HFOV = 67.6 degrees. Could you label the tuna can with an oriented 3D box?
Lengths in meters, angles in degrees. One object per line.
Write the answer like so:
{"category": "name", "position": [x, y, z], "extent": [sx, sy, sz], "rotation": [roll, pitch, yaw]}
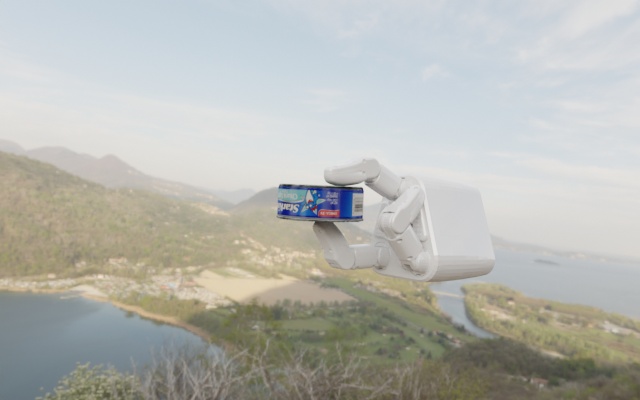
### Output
{"category": "tuna can", "position": [0.000, 0.001, 0.470], "extent": [0.086, 0.034, 0.086], "rotation": [2, 2, 0]}
